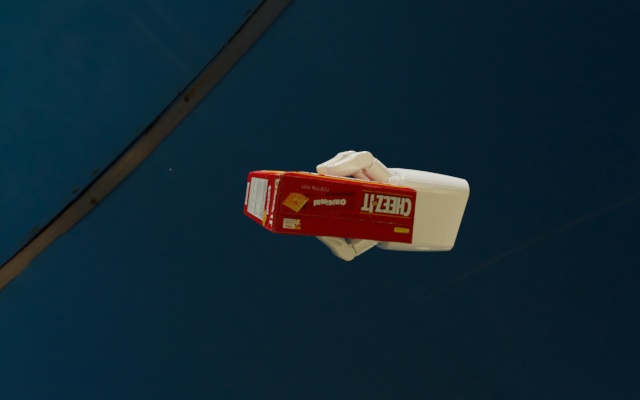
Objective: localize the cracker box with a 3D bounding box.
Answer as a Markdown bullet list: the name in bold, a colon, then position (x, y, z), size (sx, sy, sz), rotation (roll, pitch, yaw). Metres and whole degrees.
- **cracker box**: position (0.000, 0.002, 0.614), size (0.164, 0.072, 0.213), rotation (6, 2, -18)
